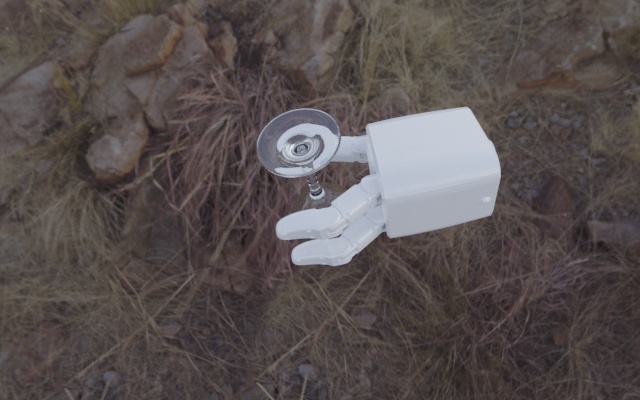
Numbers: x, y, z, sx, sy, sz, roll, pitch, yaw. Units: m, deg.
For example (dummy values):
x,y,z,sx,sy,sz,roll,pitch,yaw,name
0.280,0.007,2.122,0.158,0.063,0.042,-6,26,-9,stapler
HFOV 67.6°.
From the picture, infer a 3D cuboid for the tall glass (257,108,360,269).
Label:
x,y,z,sx,sy,sz,roll,pitch,yaw,name
0.000,0.001,0.489,0.079,0.079,0.201,0,-32,12,tall glass
